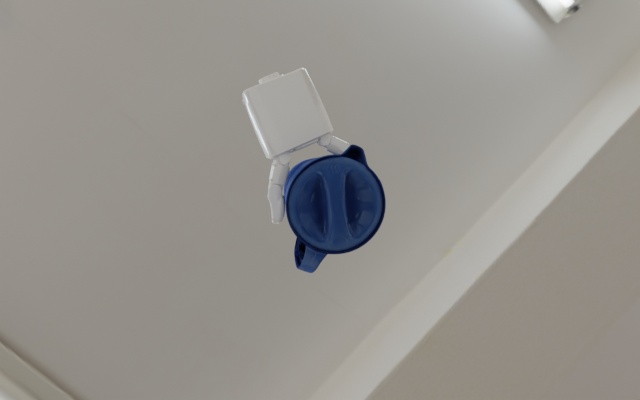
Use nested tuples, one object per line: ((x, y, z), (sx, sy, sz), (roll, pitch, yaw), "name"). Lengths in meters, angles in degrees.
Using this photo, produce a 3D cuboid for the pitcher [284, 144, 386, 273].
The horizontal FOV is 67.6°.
((0.000, 0.002, 0.737), (0.149, 0.145, 0.243), (-25, 9, -5), "pitcher")
